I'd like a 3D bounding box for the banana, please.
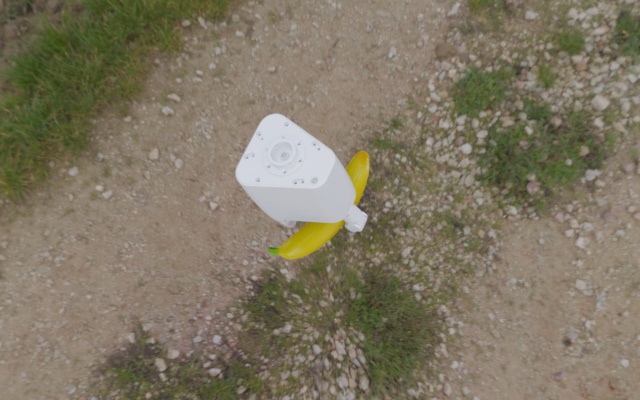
[{"bbox_3d":[0.008,0.015,0.651,0.069,0.198,0.037,44,0,39],"label":"banana"}]
